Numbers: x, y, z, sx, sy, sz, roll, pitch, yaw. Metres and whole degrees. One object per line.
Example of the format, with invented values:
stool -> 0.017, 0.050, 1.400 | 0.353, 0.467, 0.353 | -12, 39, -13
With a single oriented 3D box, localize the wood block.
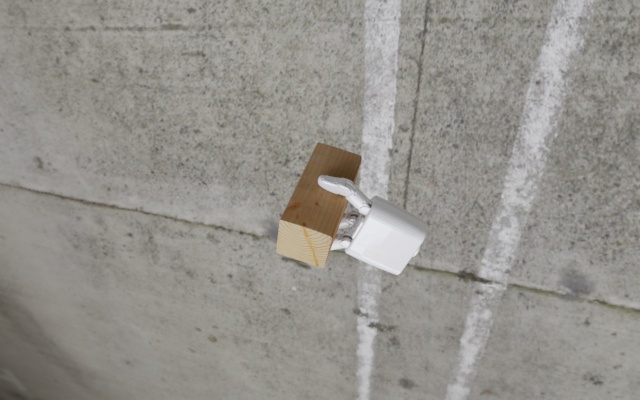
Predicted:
wood block -> 0.001, 0.003, 0.848 | 0.090, 0.206, 0.091 | 18, -43, 5
